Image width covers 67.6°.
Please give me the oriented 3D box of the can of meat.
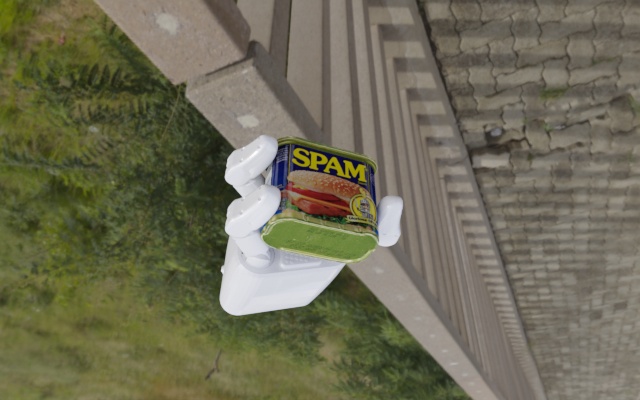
[{"bbox_3d":[0.000,0.002,0.415,0.102,0.084,0.057,13,-37,-17],"label":"can of meat"}]
